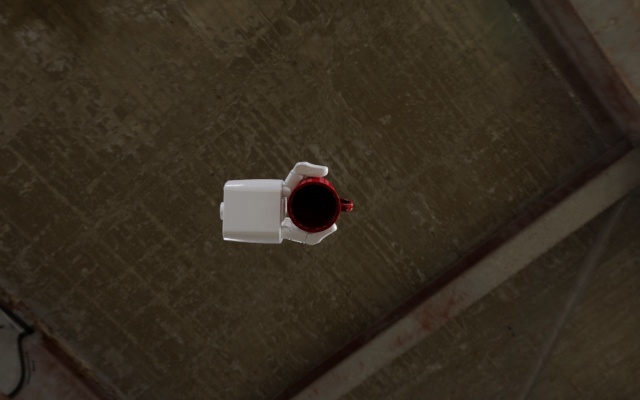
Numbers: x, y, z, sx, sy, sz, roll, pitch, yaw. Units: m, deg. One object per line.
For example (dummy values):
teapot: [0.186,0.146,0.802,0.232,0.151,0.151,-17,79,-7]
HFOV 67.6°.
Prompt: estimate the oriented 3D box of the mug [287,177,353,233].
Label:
mug: [0.002,0.003,0.864,0.117,0.093,0.081,3,14,-1]
